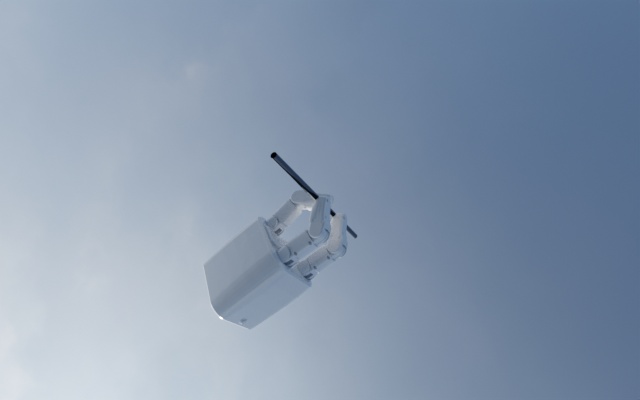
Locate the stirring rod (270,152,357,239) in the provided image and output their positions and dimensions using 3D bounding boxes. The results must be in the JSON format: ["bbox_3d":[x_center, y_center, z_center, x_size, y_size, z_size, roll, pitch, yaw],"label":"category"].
[{"bbox_3d":[0.000,0.002,0.614,0.011,0.011,0.240,0,-25,28],"label":"stirring rod"}]
